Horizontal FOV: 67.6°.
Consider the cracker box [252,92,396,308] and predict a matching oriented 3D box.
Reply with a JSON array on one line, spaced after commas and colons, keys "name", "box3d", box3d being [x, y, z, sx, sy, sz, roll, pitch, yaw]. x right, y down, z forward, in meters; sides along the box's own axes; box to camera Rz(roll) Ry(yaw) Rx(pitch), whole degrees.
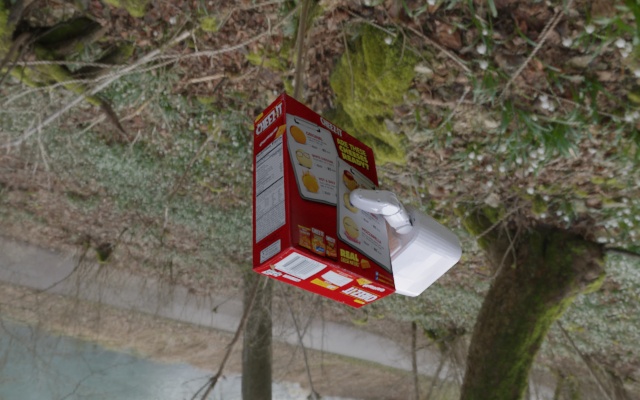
[{"name": "cracker box", "box3d": [0.000, 0.002, 0.565, 0.164, 0.213, 0.072, 27, -46, -37]}]
